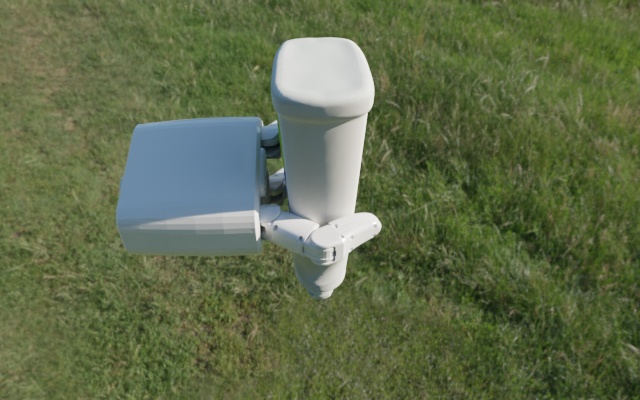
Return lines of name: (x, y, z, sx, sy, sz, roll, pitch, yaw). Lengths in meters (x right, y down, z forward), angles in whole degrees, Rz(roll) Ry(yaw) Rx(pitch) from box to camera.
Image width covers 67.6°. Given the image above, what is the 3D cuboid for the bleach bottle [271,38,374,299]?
bleach bottle: (0.000, 0.001, 0.405, 0.068, 0.251, 0.102, -2, 41, -2)
